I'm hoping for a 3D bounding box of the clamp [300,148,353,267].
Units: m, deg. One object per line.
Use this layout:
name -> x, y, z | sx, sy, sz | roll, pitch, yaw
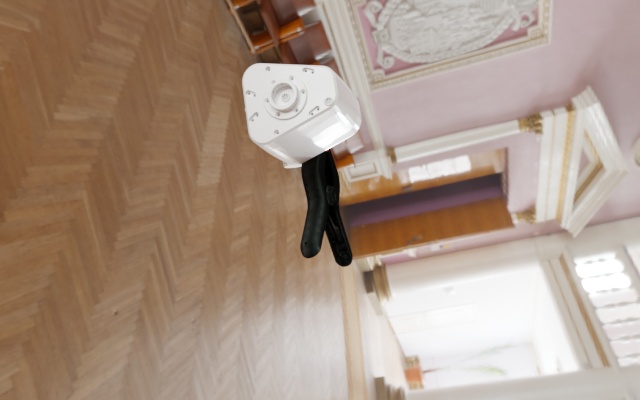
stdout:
clamp -> 0.001, 0.002, 0.609 | 0.039, 0.171, 0.120 | -14, -9, 17
